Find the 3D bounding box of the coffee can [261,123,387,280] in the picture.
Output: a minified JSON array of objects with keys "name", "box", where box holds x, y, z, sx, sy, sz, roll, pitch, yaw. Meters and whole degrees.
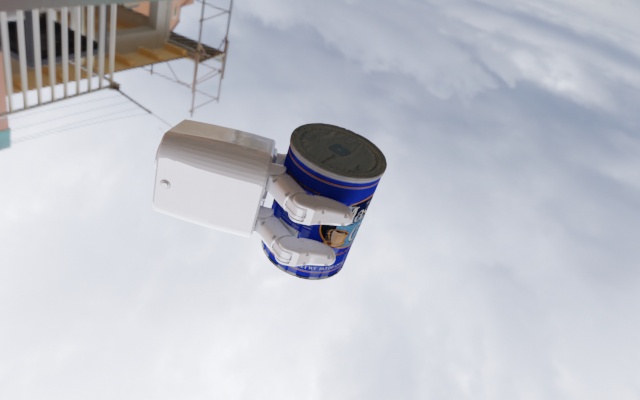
[{"name":"coffee can","box":[0.000,0.002,0.523,0.103,0.140,0.102,13,34,-9]}]
